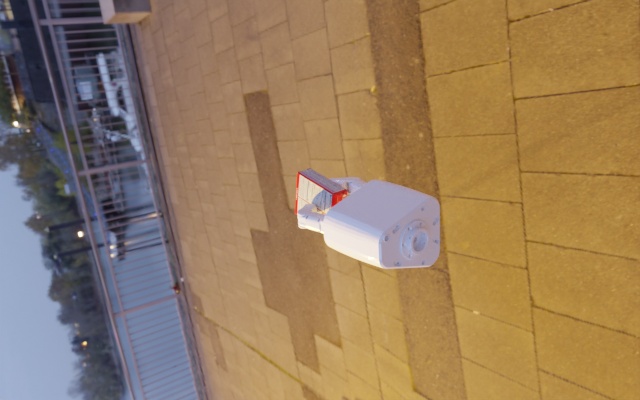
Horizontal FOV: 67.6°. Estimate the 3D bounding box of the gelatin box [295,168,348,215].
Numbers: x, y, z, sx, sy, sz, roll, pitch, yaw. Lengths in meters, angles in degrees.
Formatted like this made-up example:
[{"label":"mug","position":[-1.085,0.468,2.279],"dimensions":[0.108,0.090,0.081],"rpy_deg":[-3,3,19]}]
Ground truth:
[{"label":"gelatin box","position":[0.000,0.002,0.715],"dimensions":[0.030,0.073,0.089],"rpy_deg":[-19,36,-36]}]
